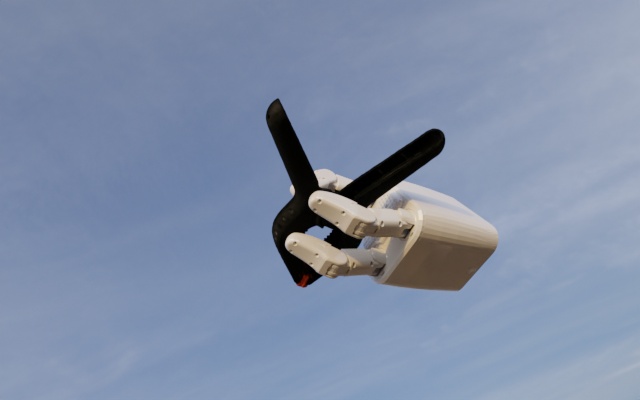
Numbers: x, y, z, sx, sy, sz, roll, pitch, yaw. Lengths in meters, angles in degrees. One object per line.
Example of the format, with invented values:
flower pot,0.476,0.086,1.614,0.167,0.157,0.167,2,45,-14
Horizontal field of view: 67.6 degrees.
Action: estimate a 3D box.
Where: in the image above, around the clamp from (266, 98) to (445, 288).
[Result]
clamp,0.000,0.001,0.454,0.164,0.210,0.036,13,35,-24
